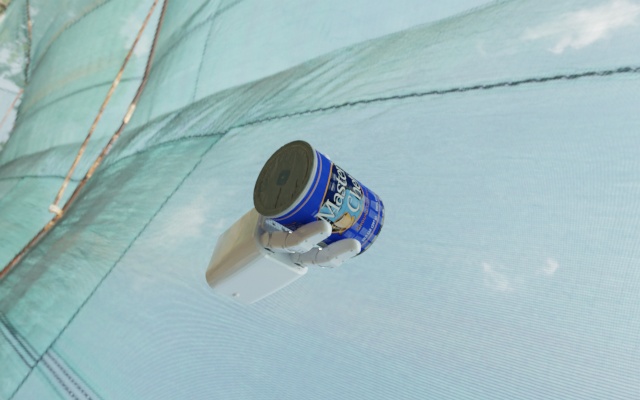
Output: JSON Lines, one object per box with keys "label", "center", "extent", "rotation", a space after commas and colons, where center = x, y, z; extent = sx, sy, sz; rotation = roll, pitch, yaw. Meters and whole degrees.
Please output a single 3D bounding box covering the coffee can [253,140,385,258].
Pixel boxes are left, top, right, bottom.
{"label": "coffee can", "center": [0.000, 0.002, 0.609], "extent": [0.103, 0.102, 0.140], "rotation": [0, -26, 47]}
